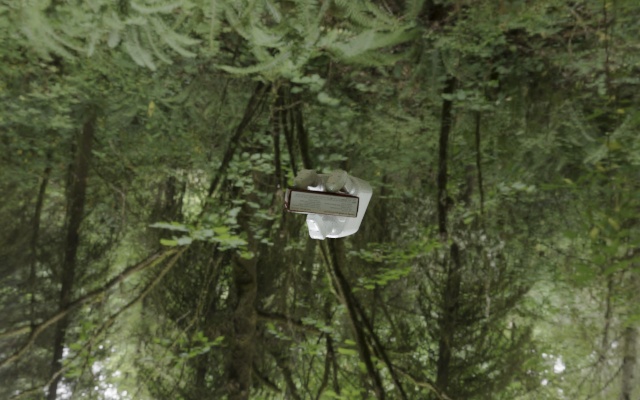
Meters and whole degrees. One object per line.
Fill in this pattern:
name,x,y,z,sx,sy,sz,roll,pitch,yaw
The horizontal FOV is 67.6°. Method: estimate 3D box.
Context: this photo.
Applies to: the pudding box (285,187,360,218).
pudding box,0.000,0.003,0.778,0.113,0.039,0.090,4,2,-8
